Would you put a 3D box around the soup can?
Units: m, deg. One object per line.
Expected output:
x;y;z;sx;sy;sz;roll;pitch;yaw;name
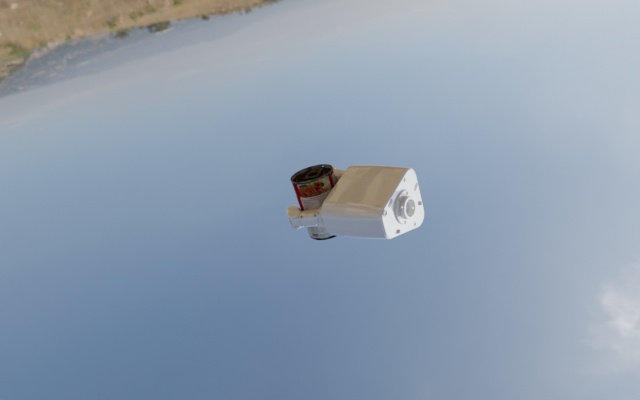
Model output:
0.000;0.003;0.751;0.068;0.102;0.068;-15;22;6;soup can
